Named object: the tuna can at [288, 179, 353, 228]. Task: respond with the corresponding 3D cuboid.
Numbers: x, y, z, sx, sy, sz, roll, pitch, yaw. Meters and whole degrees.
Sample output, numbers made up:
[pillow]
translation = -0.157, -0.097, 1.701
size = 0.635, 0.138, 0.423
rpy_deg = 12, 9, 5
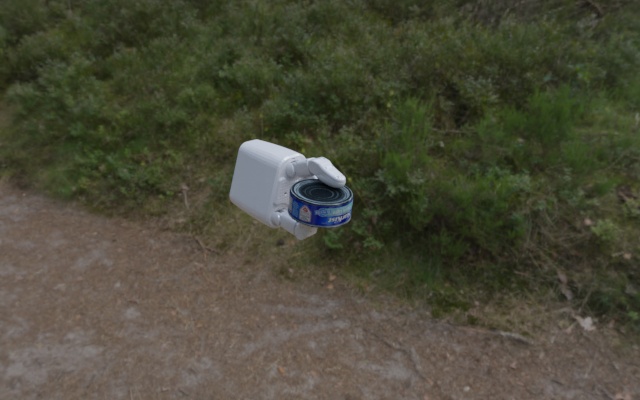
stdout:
[tuna can]
translation = 0.000, 0.002, 0.635
size = 0.086, 0.034, 0.086
rpy_deg = 5, 25, -3
